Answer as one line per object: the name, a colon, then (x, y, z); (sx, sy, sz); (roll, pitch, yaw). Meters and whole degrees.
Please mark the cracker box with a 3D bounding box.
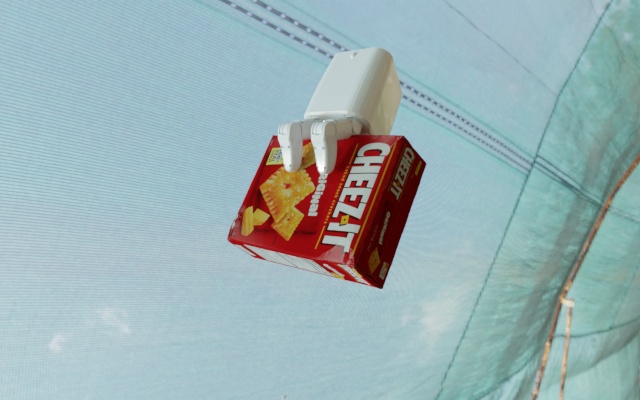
cracker box: (0.000, 0.002, 0.589); (0.213, 0.164, 0.072); (6, -23, 41)
